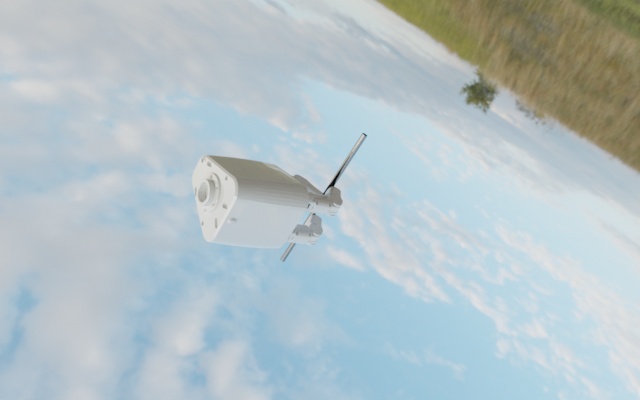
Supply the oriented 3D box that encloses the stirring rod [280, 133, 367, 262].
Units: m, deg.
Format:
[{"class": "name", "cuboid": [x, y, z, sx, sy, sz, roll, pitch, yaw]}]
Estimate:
[{"class": "stirring rod", "cuboid": [0.000, 0.002, 0.692, 0.011, 0.240, 0.011, 26, 27, -14]}]
